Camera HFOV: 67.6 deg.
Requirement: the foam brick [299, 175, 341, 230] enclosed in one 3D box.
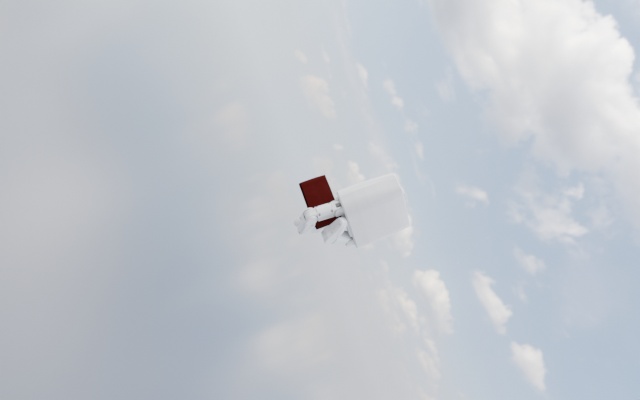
[{"bbox_3d":[0.000,0.003,0.869,0.051,0.078,0.053,-21,-33,0],"label":"foam brick"}]
